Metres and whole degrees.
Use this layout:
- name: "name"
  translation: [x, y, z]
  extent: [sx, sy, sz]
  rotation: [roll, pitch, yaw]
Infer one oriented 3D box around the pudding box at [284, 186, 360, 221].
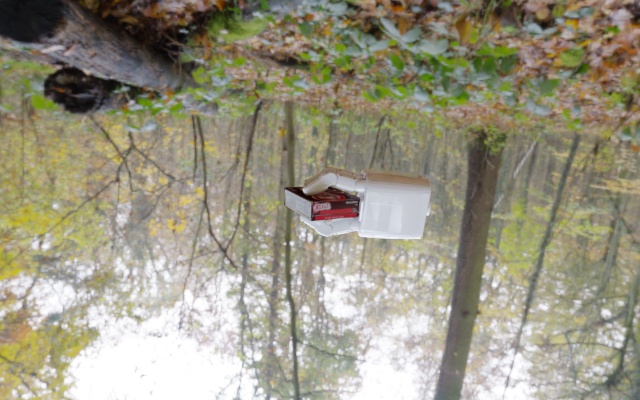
- name: "pudding box"
  translation: [0.000, 0.003, 0.804]
  extent: [0.090, 0.039, 0.113]
  rotation: [-3, 12, -28]
